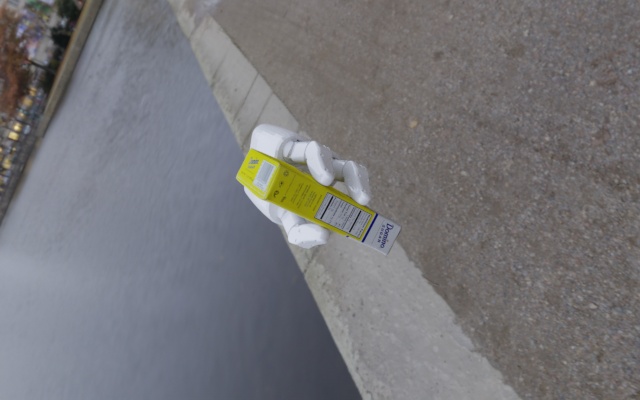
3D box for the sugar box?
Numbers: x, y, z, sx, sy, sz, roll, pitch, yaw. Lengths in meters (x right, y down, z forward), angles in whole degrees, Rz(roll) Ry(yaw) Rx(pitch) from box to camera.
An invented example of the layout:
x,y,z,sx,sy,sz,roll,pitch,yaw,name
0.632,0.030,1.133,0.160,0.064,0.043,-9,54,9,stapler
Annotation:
x,y,z,sx,sy,sz,roll,pitch,yaw,name
0.000,0.001,0.545,0.176,0.048,0.093,23,5,-31,sugar box
